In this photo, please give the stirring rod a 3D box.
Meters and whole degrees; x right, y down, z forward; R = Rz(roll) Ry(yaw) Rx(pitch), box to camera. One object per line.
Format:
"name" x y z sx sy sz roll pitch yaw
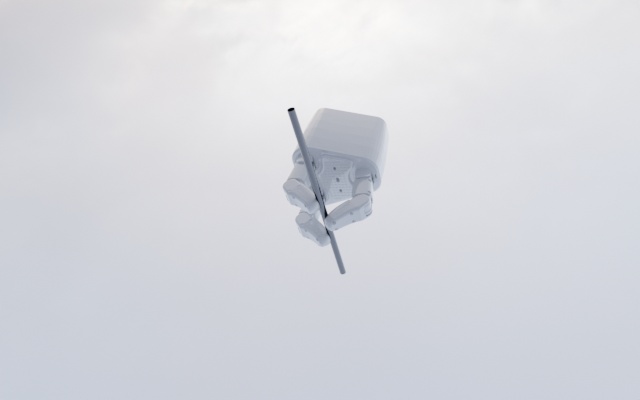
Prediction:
"stirring rod" 0.000 0.002 0.537 0.011 0.240 0.011 -11 39 9
